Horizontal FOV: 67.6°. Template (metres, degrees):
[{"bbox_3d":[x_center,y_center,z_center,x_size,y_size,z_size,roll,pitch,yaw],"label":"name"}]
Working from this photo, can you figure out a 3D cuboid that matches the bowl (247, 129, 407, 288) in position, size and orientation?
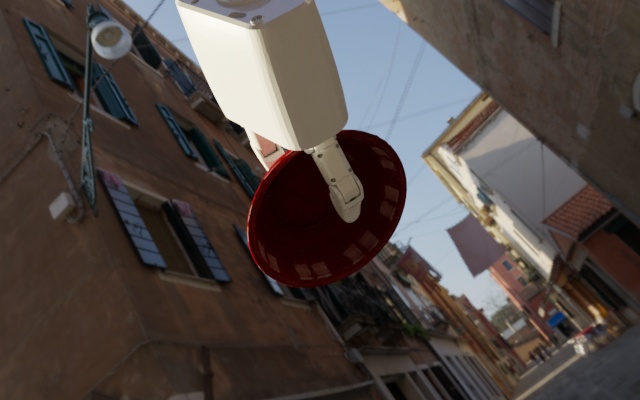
[{"bbox_3d":[0.000,0.002,0.453,0.162,0.162,0.055,0,27,-30],"label":"bowl"}]
